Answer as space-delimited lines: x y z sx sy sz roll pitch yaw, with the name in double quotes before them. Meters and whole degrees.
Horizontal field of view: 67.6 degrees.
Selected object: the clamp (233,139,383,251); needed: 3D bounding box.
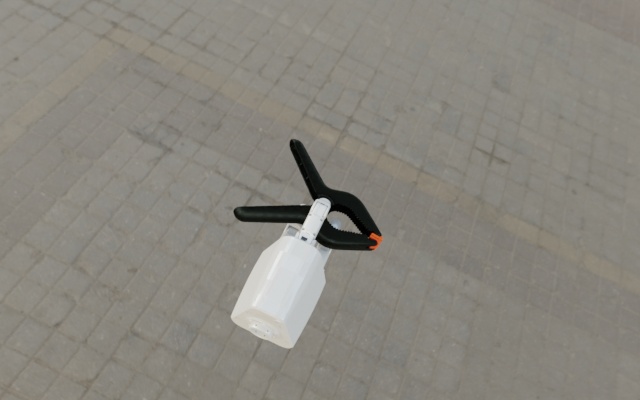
"clamp" 0.001 0.002 0.710 0.210 0.164 0.036 25 -29 3
